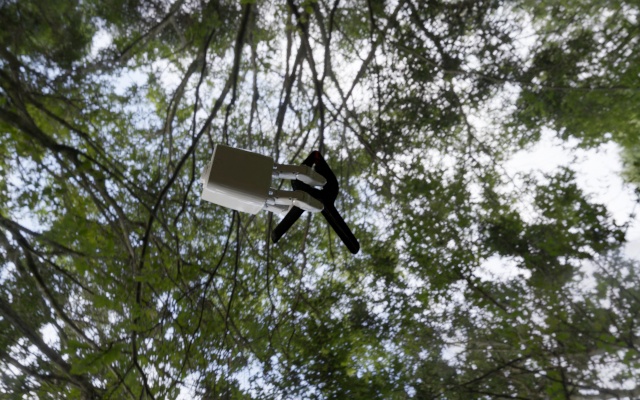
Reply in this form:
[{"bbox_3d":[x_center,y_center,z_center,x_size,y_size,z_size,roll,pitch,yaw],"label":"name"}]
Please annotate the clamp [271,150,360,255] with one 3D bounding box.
[{"bbox_3d":[0.000,0.003,0.883,0.164,0.209,0.036,17,-34,-17],"label":"clamp"}]
